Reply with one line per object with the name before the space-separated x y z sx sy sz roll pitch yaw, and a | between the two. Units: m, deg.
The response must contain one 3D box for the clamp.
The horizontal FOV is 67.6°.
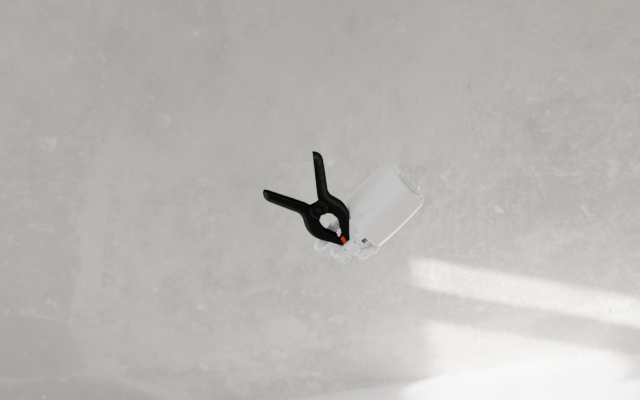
clamp | 0.000 0.003 0.817 0.171 0.120 0.039 41 17 -13
